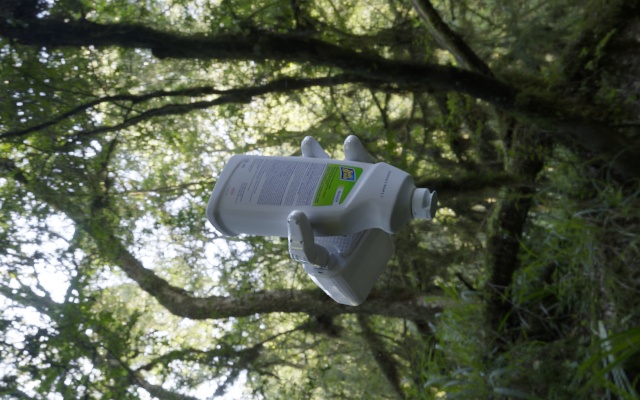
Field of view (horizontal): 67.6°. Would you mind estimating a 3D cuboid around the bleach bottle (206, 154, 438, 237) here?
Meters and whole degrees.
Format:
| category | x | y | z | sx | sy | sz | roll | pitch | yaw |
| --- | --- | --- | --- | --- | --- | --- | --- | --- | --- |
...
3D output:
| category | x | y | z | sx | sy | sz | roll | pitch | yaw |
| --- | --- | --- | --- | --- | --- | --- | --- | --- | --- |
| bleach bottle | 0.000 | 0.002 | 0.531 | 0.251 | 0.102 | 0.068 | 5 | -27 | 26 |
